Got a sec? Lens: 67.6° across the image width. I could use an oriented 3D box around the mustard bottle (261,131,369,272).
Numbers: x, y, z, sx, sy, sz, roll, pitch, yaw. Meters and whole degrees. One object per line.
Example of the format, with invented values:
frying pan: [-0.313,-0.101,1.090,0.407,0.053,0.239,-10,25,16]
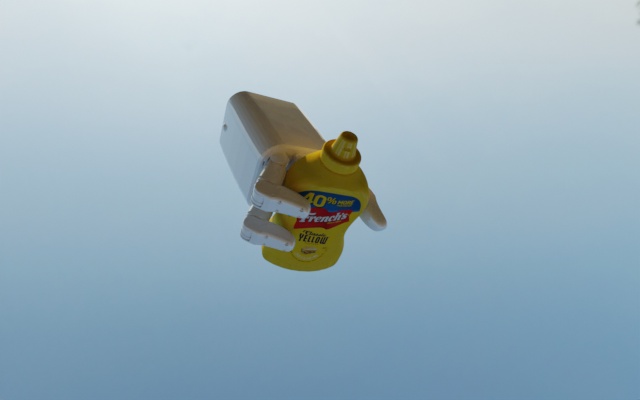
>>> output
mustard bottle: [0.000,0.002,0.526,0.096,0.058,0.192,9,-46,-15]
